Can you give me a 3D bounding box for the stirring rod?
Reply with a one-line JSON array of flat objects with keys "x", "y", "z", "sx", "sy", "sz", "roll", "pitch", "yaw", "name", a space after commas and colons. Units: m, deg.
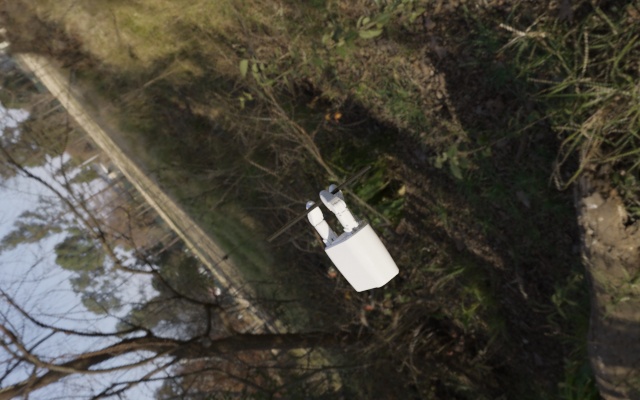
[{"x": 0.000, "y": 0.003, "z": 0.880, "sx": 0.239, "sy": 0.011, "sz": 0.011, "roll": -36, "pitch": 10, "yaw": -15, "name": "stirring rod"}]
